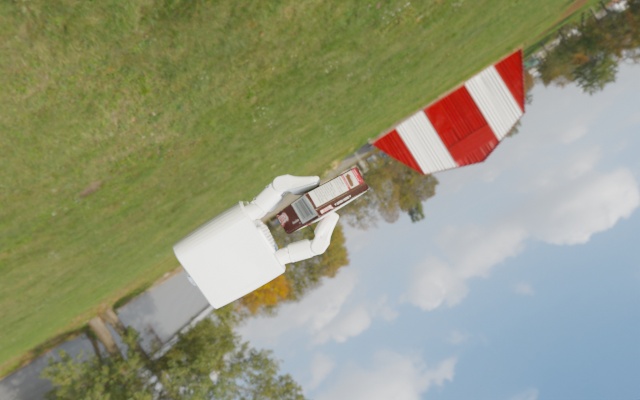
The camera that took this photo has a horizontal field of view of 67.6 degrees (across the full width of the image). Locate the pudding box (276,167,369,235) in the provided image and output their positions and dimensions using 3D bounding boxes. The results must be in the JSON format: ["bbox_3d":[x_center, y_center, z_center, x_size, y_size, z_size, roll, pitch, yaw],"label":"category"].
[{"bbox_3d":[0.000,0.002,0.649,0.090,0.039,0.113,-30,0,-29],"label":"pudding box"}]
